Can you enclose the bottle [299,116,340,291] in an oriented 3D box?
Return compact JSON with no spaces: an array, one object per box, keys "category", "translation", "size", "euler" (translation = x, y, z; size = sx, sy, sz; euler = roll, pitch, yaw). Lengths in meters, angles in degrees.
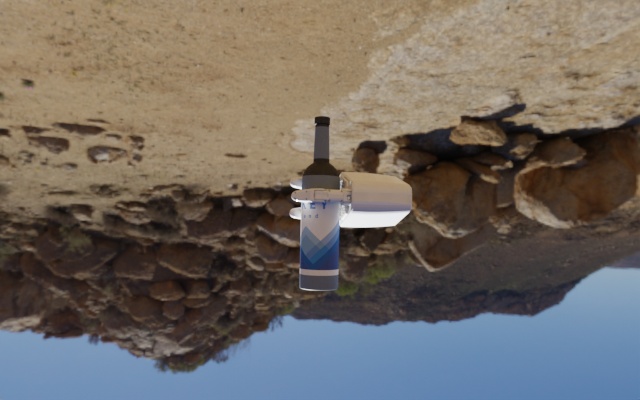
[{"category":"bottle","translation":[0.000,0.003,0.824],"size":[0.069,0.295,0.069],"euler":[1,-3,0]}]
